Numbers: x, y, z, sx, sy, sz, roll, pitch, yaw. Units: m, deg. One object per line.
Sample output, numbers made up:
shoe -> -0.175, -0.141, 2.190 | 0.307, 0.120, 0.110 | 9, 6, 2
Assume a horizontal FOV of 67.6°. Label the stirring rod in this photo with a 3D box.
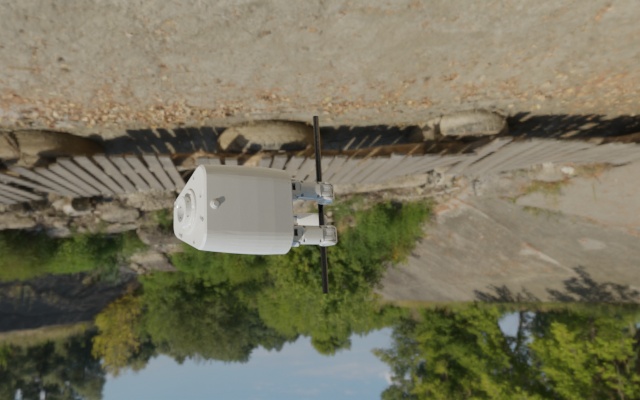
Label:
stirring rod -> 0.000, 0.002, 0.637 | 0.011, 0.239, 0.011 | -3, -11, -1
